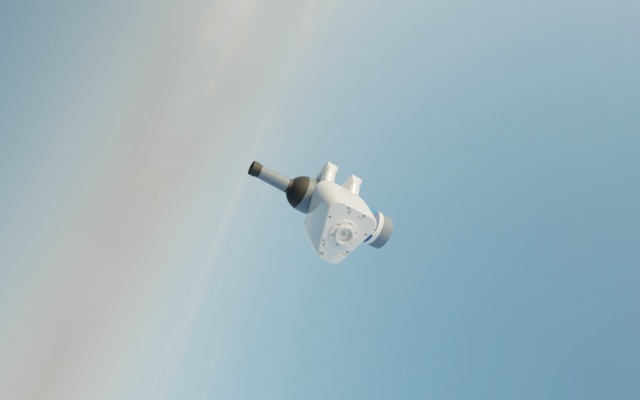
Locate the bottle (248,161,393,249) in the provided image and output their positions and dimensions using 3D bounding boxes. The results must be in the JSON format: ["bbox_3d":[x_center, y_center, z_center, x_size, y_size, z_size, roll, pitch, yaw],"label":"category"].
[{"bbox_3d":[0.000,0.003,0.900,0.296,0.069,0.069,27,-9,-19],"label":"bottle"}]
